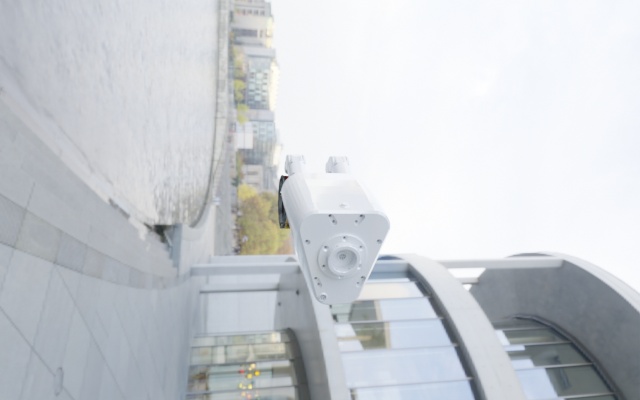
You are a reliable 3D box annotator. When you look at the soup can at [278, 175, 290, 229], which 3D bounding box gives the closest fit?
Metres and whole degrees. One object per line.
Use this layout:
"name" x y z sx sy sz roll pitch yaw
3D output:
"soup can" 0.000 0.002 0.606 0.102 0.068 0.068 0 0 -11
